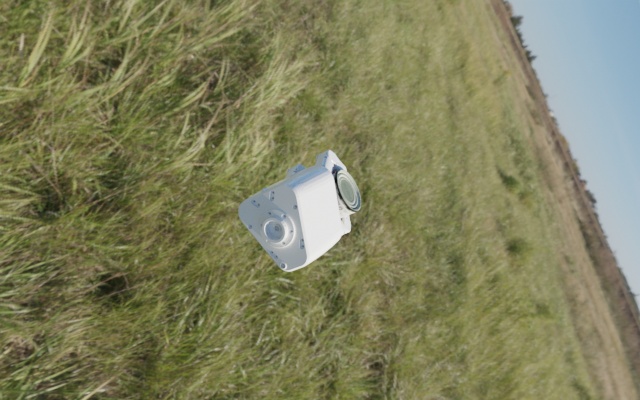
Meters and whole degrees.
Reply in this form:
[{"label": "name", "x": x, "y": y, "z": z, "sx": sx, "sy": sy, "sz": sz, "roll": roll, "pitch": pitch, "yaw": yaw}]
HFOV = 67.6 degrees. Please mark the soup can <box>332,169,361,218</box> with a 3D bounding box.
[{"label": "soup can", "x": 0.001, "y": 0.002, "z": 0.709, "sx": 0.102, "sy": 0.068, "sz": 0.068, "roll": -23, "pitch": -11, "yaw": 27}]
